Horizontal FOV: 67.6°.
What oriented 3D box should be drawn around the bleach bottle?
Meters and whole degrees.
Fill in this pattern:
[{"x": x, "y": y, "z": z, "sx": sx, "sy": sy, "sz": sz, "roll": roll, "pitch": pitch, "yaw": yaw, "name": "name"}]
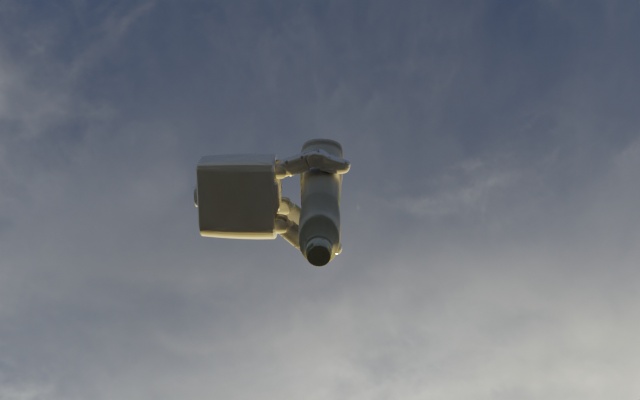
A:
[{"x": 0.000, "y": 0.002, "z": 0.657, "sx": 0.068, "sy": 0.103, "sz": 0.250, "roll": 1, "pitch": 26, "yaw": 0, "name": "bleach bottle"}]
